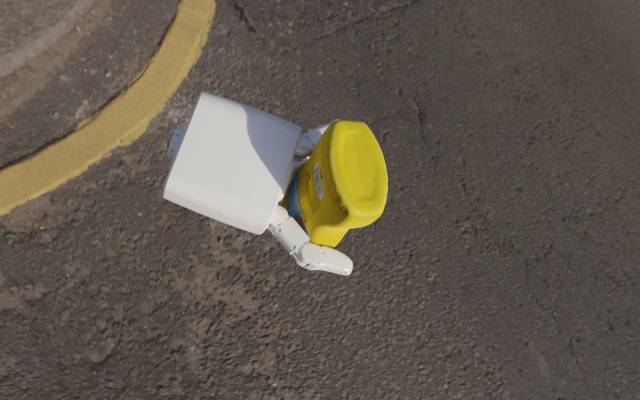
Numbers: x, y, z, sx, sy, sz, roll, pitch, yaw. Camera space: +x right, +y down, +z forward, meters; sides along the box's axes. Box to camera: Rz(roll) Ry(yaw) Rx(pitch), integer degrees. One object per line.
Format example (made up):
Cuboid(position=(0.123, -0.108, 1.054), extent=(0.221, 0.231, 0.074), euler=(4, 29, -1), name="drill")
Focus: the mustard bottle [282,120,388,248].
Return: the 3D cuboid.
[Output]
Cuboid(position=(0.000, 0.002, 0.499), extent=(0.058, 0.096, 0.192), euler=(-3, -19, -23), name="mustard bottle")
